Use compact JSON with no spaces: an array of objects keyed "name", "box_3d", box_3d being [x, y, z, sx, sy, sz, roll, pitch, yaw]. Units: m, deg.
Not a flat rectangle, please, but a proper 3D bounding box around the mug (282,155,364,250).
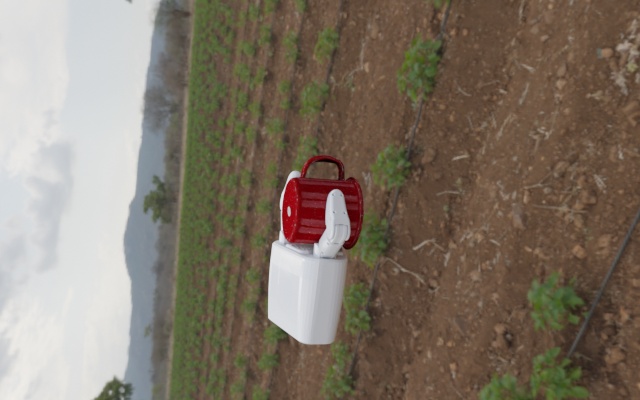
[{"name":"mug","box_3d":[0.000,0.001,0.596,0.081,0.117,0.093,4,5,-17]}]
